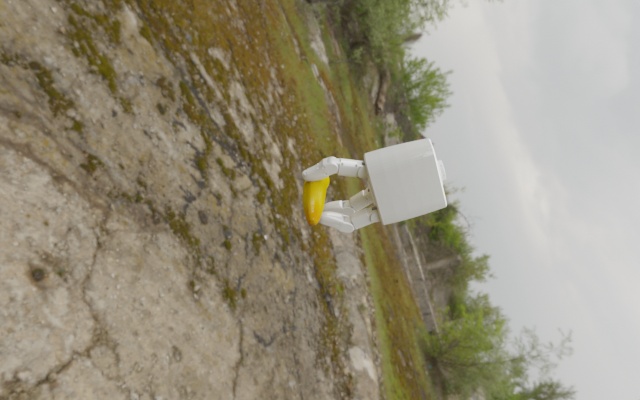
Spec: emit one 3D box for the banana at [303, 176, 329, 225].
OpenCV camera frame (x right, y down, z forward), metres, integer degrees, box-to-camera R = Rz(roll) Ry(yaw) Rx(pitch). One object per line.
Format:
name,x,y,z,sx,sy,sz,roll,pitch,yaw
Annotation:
banana,-0.004,-0.016,0.795,0.037,0.069,0.197,-12,10,8
